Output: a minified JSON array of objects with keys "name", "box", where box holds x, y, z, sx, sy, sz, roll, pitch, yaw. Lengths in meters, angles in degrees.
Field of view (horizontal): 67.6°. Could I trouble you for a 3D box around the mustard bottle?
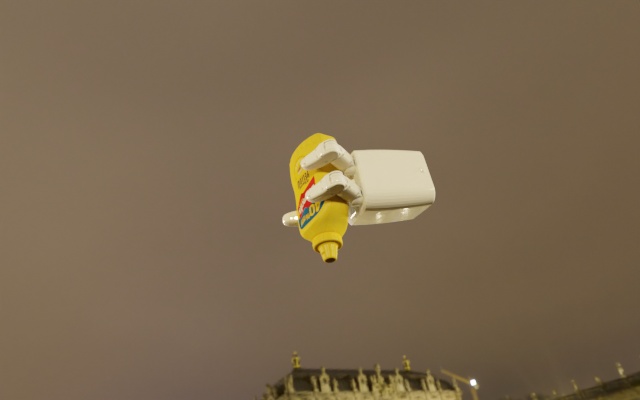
[{"name":"mustard bottle","box":[0.000,0.002,0.695,0.058,0.191,0.096,13,-40,-31]}]
